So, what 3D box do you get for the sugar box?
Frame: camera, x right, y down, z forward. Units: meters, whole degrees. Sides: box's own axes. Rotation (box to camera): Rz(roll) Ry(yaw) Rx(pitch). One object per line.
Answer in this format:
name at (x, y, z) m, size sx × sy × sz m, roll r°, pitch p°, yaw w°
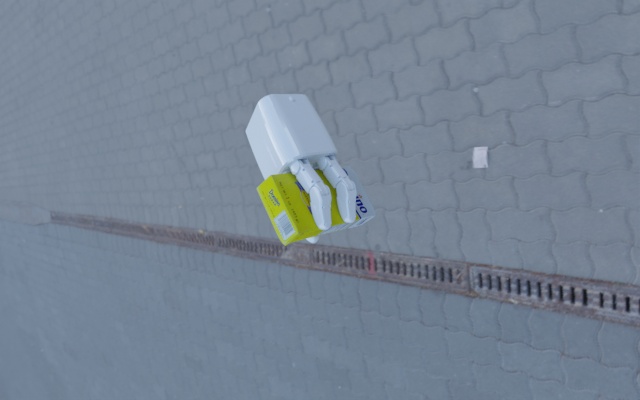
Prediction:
sugar box at (0.000, 0.002, 0.705) m, size 0.176 × 0.093 × 0.048 m, roll -12°, pitch -19°, yaw -45°
